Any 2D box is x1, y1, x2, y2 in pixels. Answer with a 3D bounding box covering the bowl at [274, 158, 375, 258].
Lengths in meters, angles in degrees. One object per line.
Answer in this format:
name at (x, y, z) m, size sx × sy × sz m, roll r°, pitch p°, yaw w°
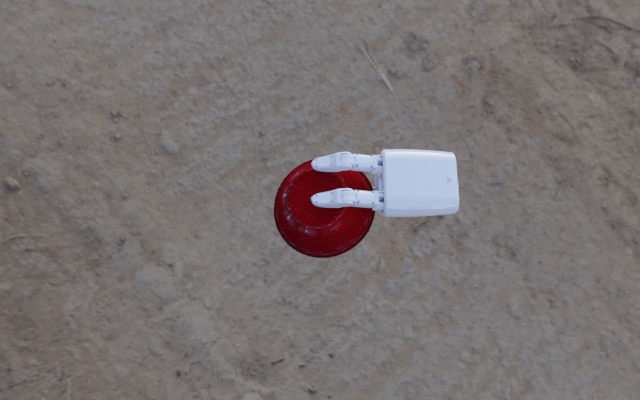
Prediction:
bowl at (-0.001, 0.003, 0.716) m, size 0.162 × 0.162 × 0.055 m, roll 0°, pitch -15°, yaw 12°
